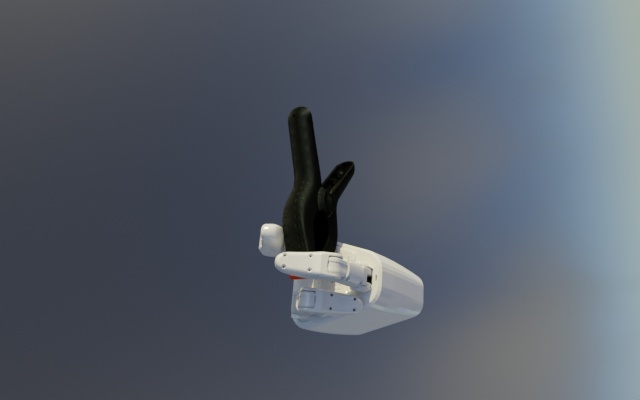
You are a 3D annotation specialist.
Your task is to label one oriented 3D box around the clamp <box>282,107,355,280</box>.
[{"bbox_3d":[0.001,0.002,0.496,0.039,0.171,0.120,-9,-23,36],"label":"clamp"}]
